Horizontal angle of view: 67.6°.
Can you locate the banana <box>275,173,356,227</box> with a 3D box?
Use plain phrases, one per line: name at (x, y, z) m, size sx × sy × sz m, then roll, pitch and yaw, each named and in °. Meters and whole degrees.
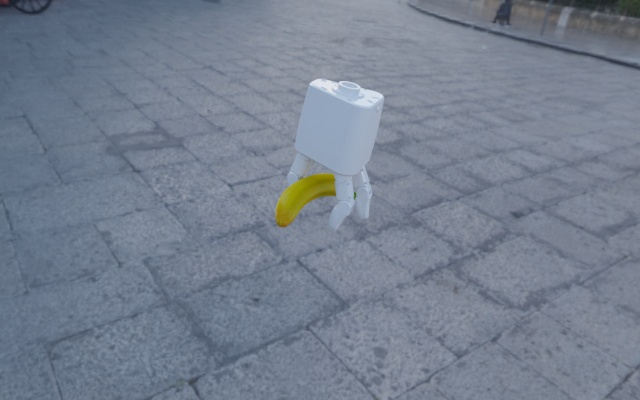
banana at (-0.011, -0.009, 0.738) m, size 0.069 × 0.037 × 0.198 m, roll 39°, pitch 35°, yaw 27°
